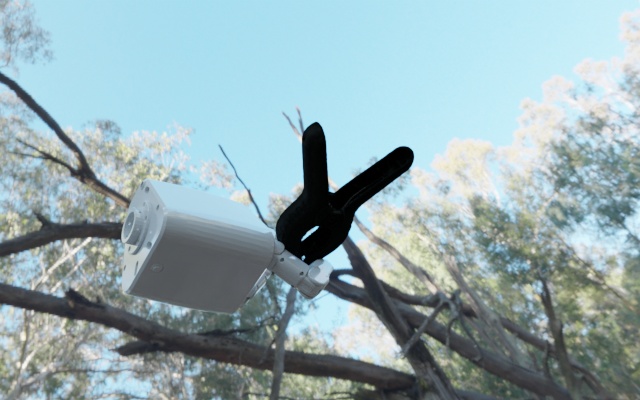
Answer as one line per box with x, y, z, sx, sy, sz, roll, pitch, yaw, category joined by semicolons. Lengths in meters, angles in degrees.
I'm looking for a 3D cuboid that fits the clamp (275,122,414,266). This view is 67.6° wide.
0.000;0.001;0.452;0.120;0.171;0.039;22;25;-34;clamp
